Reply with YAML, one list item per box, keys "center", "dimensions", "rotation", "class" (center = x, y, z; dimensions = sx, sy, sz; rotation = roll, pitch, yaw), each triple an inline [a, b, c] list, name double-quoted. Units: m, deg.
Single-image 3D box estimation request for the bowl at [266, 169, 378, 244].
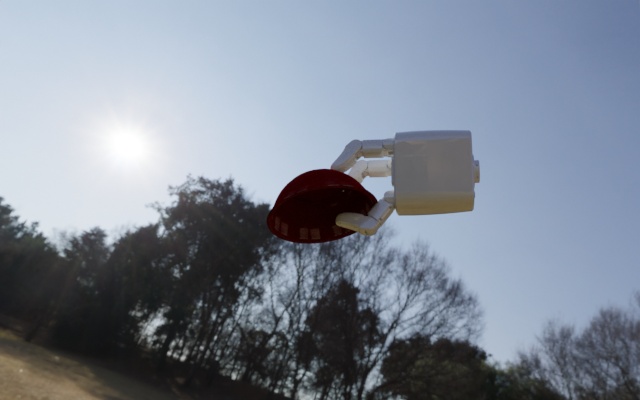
- center: [-0.001, 0.002, 0.693]
  dimensions: [0.162, 0.055, 0.162]
  rotation: [-8, -31, -5]
  class: "bowl"
